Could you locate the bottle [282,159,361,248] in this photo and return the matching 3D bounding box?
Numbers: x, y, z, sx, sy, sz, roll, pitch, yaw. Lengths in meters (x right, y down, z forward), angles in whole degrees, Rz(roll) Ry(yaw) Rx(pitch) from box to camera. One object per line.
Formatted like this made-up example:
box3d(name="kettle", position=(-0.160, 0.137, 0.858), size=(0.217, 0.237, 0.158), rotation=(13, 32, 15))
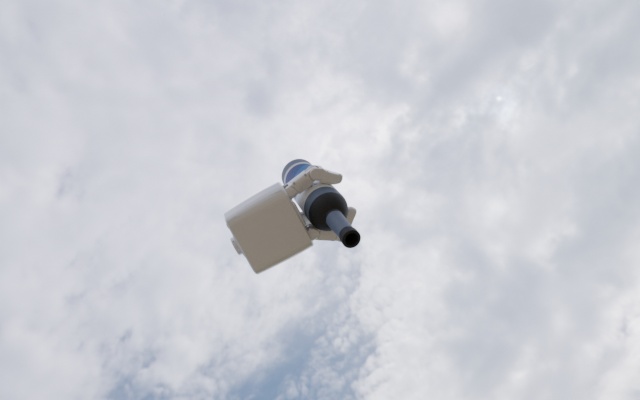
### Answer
box3d(name="bottle", position=(0.000, 0.002, 0.786), size=(0.069, 0.069, 0.295), rotation=(0, 20, -18))
